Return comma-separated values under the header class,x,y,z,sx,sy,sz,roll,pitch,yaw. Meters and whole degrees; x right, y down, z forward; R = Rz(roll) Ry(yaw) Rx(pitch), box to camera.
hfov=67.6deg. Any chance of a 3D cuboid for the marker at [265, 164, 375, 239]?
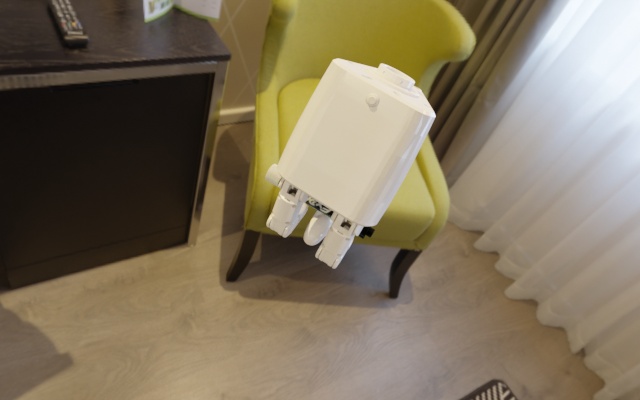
class,x,y,z,sx,sy,sz,roll,pitch,yaw
marker,0.000,0.002,0.475,0.121,0.020,0.020,31,4,7
